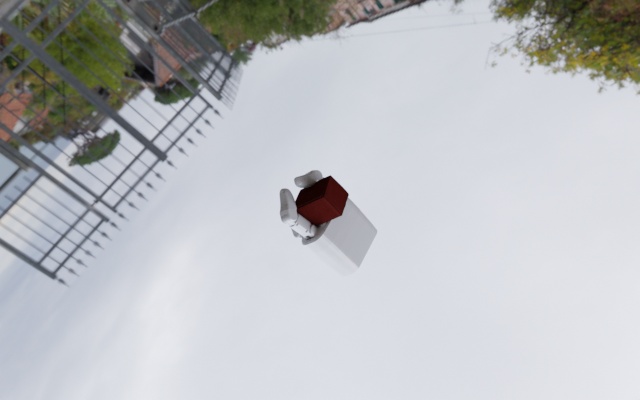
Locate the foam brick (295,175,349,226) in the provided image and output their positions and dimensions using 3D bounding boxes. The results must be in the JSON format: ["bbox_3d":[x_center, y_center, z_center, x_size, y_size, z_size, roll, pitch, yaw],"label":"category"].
[{"bbox_3d":[0.000,0.003,0.806,0.078,0.053,0.051,-24,-58,40],"label":"foam brick"}]
